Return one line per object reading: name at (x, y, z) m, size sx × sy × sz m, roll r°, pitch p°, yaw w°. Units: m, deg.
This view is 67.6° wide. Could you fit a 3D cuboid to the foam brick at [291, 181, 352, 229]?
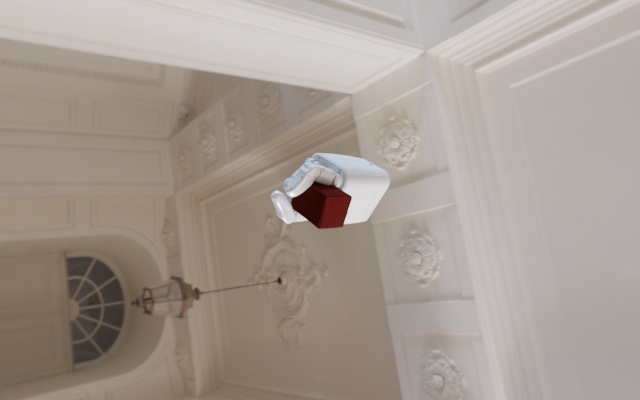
foam brick at (0.000, 0.003, 0.720) m, size 0.051 × 0.053 × 0.078 m, roll 1°, pitch 24°, yaw -40°
